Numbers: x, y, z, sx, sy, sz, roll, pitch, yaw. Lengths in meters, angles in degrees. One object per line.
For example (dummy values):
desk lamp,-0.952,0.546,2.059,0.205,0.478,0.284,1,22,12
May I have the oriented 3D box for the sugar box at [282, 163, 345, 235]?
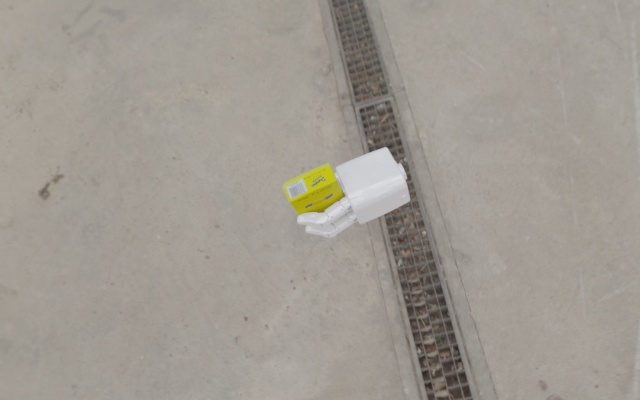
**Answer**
sugar box,0.000,0.003,0.895,0.093,0.048,0.176,-24,-29,4
